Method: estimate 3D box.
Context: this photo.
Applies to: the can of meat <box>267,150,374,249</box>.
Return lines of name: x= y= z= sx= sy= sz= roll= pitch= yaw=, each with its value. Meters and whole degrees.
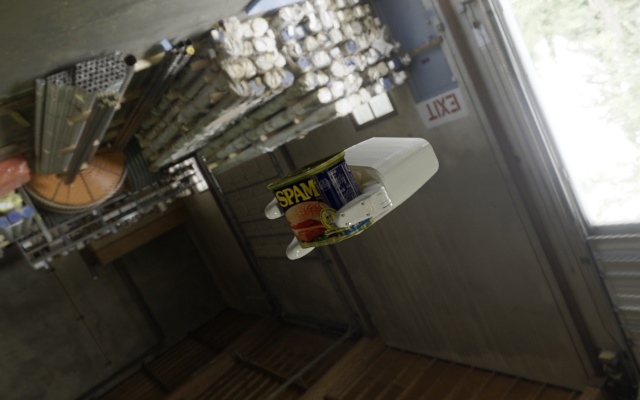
can of meat: x=0.000 y=0.002 z=0.532 sx=0.102 sy=0.084 sz=0.057 roll=-17 pitch=13 yaw=48
